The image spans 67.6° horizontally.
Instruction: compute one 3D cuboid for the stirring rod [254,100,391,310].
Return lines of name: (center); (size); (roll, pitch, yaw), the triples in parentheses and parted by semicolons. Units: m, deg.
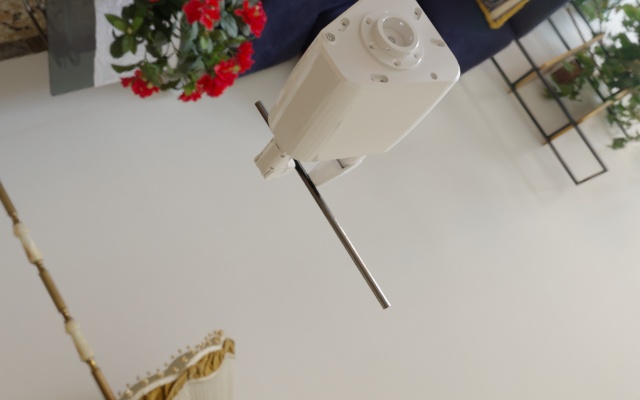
stirring rod: (0.000, 0.001, 0.471); (0.011, 0.239, 0.011); (-32, -7, -4)
